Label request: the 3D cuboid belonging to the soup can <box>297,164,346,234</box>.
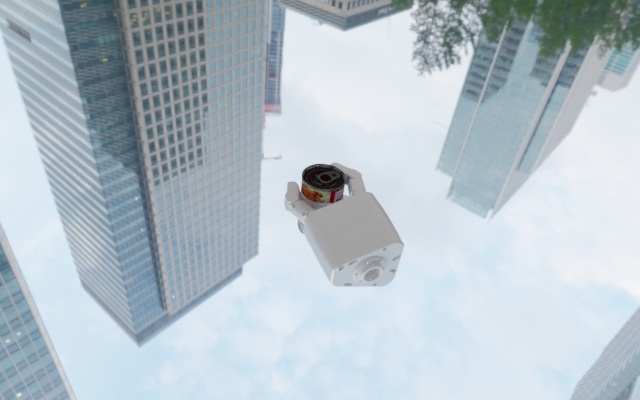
[{"bbox_3d":[0.000,0.002,0.754,0.068,0.102,0.068,5,39,-4],"label":"soup can"}]
